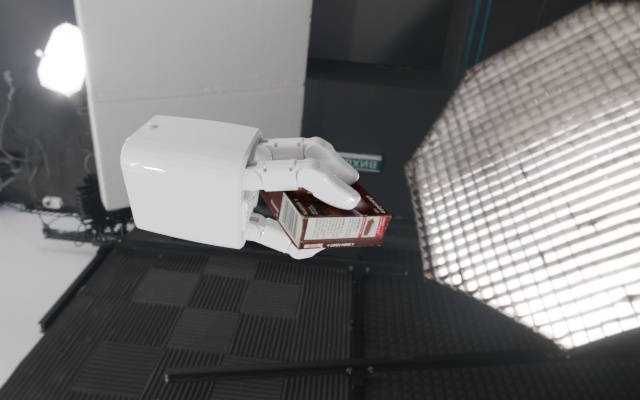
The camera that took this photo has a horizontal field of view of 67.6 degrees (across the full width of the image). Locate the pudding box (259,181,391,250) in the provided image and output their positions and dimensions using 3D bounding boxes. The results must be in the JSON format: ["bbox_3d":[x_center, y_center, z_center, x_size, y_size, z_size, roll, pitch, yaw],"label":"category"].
[{"bbox_3d":[0.000,0.002,0.462,0.090,0.039,0.113,-1,31,-26],"label":"pudding box"}]
